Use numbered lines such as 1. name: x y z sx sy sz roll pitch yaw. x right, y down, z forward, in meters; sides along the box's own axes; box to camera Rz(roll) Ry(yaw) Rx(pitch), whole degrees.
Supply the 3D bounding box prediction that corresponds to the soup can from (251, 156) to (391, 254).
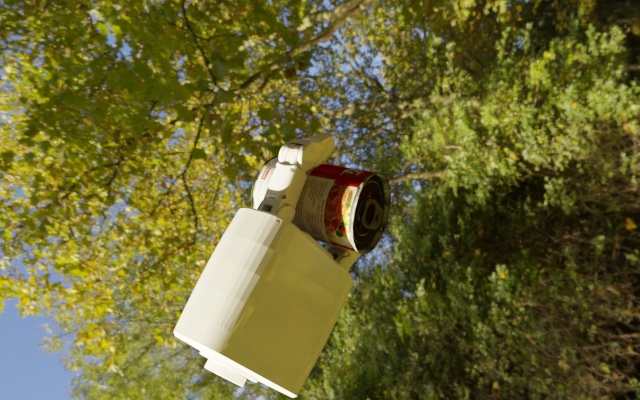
1. soup can: 0.000 0.001 0.411 0.102 0.068 0.068 13 7 31
